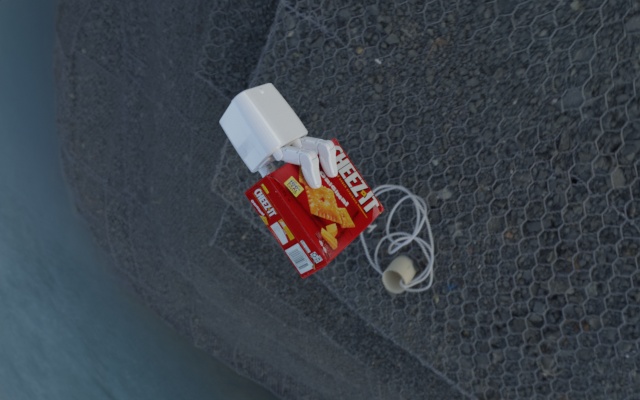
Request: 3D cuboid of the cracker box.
[{"bbox_3d":[0.000,0.003,0.799,0.072,0.164,0.213,-33,2,39],"label":"cracker box"}]
